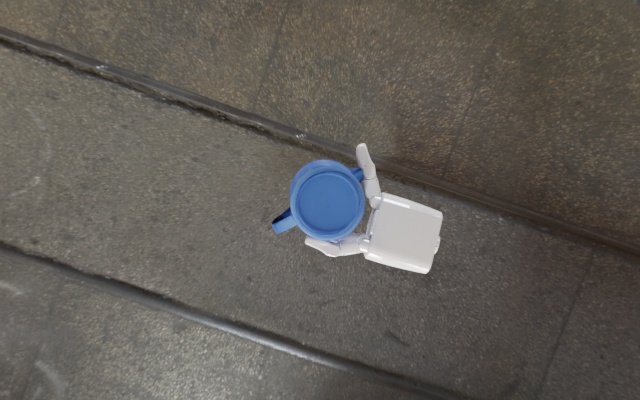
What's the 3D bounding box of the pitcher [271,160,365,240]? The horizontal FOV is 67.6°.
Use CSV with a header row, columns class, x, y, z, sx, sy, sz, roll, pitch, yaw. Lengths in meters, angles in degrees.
class,x,y,z,sx,sy,sz,roll,pitch,yaw
pitcher,0.000,0.003,0.791,0.145,0.149,0.243,16,3,-1
